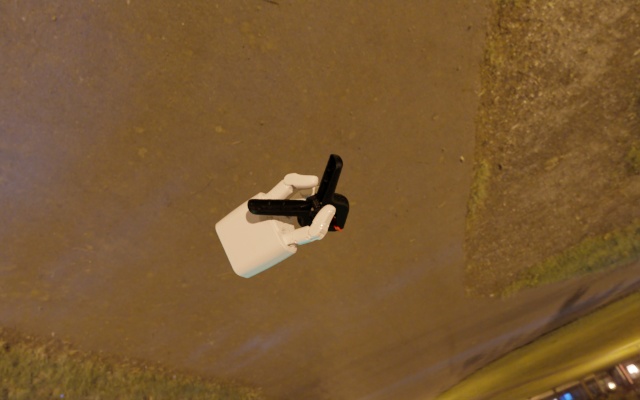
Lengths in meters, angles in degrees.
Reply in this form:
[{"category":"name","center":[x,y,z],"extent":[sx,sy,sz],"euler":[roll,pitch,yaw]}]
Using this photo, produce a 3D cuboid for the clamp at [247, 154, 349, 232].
[{"category":"clamp","center":[0.000,0.004,0.798],"extent":[0.164,0.036,0.210],"euler":[-31,-31,17]}]
